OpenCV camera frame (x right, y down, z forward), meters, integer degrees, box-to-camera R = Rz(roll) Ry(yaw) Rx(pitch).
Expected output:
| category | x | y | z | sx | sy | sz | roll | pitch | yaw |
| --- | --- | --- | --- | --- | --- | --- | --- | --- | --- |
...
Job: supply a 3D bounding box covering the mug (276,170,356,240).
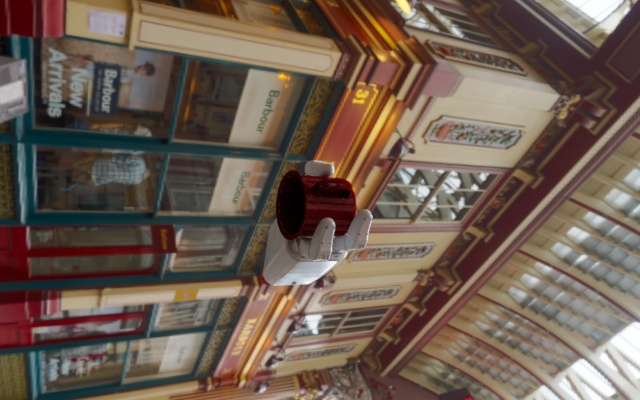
| category | x | y | z | sx | sy | sz | roll | pitch | yaw |
| --- | --- | --- | --- | --- | --- | --- | --- | --- | --- |
| mug | 0.001 | 0.001 | 0.639 | 0.081 | 0.093 | 0.117 | 3 | -31 | -29 |
